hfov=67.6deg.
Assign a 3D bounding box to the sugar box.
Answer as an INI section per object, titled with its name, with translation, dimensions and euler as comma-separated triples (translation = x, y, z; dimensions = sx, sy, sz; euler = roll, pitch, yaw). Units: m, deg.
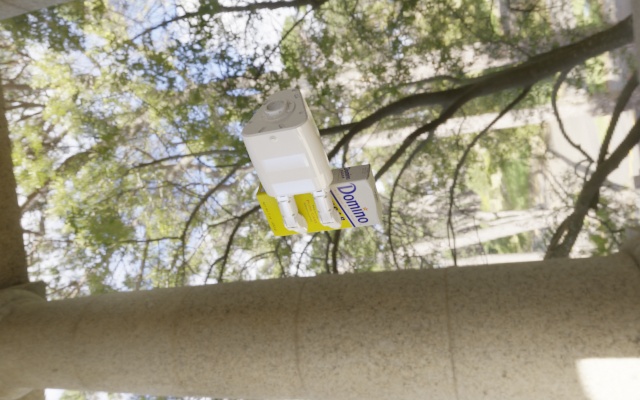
[sugar box]
translation = 0.000, 0.003, 0.737
dimensions = 0.176, 0.093, 0.048
euler = -7, 40, 18
